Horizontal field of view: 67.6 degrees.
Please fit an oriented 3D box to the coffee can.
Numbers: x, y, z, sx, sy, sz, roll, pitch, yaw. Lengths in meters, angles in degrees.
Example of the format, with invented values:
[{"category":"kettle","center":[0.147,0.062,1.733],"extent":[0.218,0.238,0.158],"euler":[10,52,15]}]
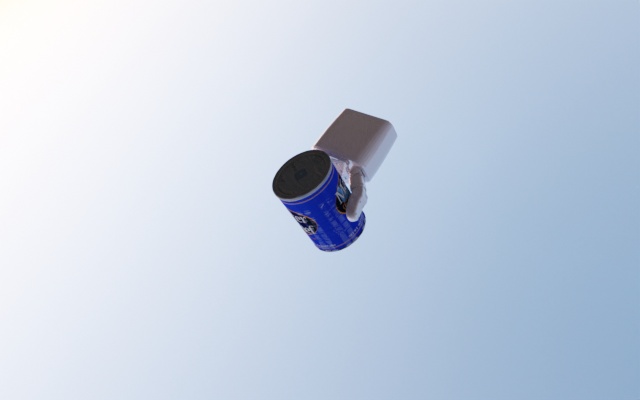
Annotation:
[{"category":"coffee can","center":[0.000,0.003,0.775],"extent":[0.103,0.102,0.140],"euler":[0,-40,35]}]
